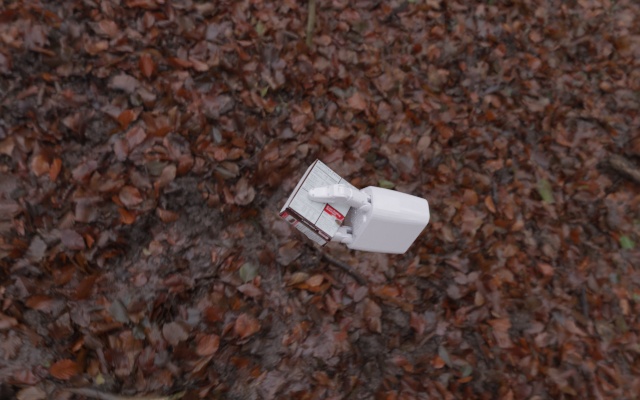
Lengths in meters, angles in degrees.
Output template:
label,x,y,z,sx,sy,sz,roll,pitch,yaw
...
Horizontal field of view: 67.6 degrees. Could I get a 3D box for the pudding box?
label,x,y,z,sx,sy,sz,roll,pitch,yaw
pudding box,0.000,0.002,0.758,0.090,0.113,0.039,36,-36,-7
